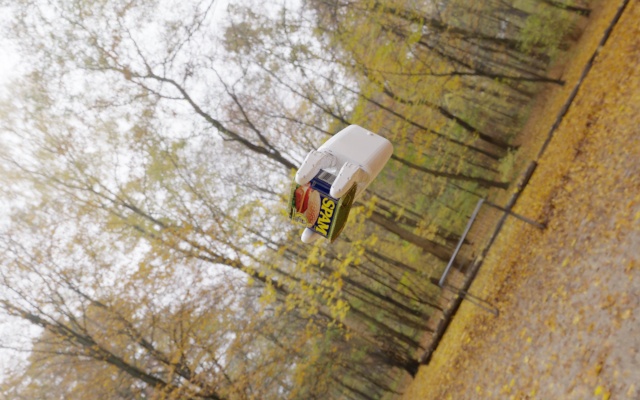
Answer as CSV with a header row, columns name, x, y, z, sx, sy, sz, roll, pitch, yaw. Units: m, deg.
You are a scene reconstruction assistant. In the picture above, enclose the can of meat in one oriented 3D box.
name,x,y,z,sx,sy,sz,roll,pitch,yaw
can of meat,0.000,0.002,0.731,0.084,0.102,0.057,27,42,15
